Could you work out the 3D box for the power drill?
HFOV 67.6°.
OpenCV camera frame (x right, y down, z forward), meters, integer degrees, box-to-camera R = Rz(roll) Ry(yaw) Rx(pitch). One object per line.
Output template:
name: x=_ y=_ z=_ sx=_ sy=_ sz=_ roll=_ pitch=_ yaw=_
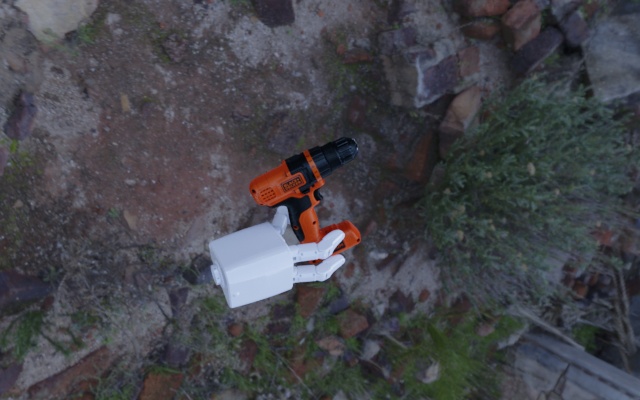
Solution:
power drill: x=0.000 y=0.003 z=0.788 sx=0.184 sy=0.188 sz=0.057 roll=-25 pitch=30 yaw=2
